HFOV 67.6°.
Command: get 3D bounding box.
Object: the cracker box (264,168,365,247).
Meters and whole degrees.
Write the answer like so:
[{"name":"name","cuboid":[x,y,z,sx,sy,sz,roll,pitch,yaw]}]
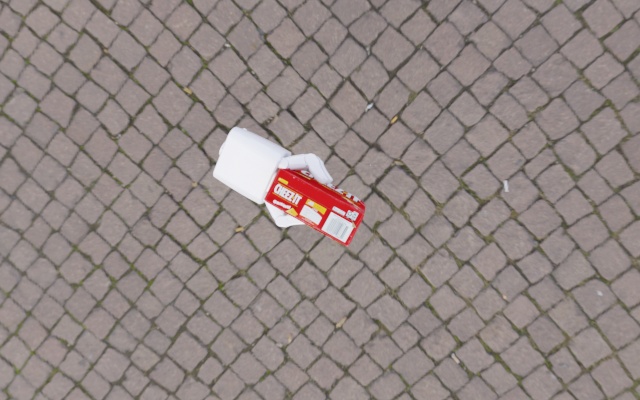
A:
[{"name":"cracker box","cuboid":[0.000,0.003,0.892,0.164,0.072,0.213,29,7,3]}]
